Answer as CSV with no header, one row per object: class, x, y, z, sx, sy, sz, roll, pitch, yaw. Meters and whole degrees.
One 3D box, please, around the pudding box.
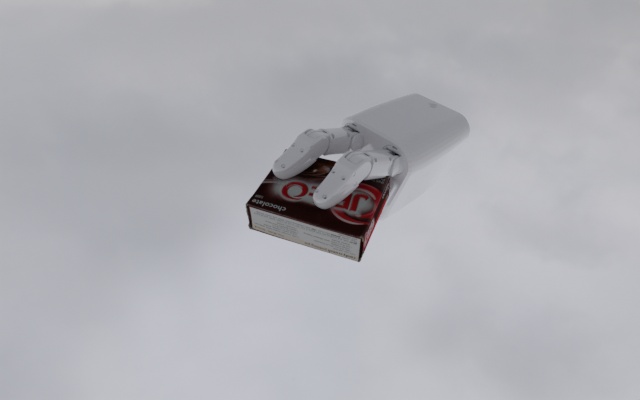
pudding box,0.000,0.002,0.450,0.113,0.039,0.090,14,43,15
